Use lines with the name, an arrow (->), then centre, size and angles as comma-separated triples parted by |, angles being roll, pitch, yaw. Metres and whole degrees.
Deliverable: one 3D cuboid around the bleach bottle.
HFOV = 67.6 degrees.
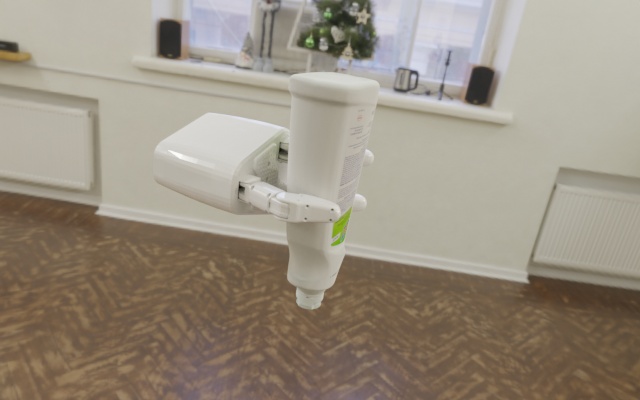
bleach bottle -> 0.000, 0.002, 0.489 | 0.068, 0.251, 0.102 | 17, 22, 22
